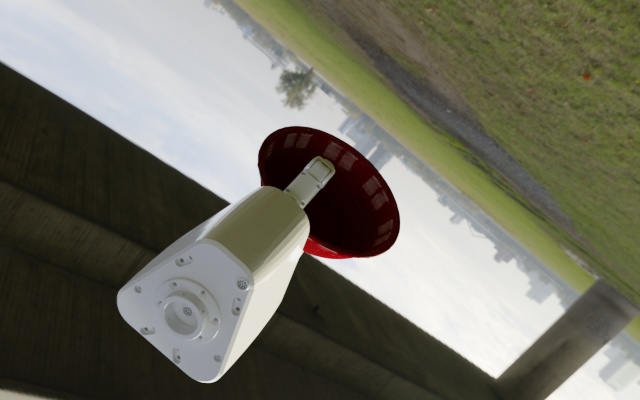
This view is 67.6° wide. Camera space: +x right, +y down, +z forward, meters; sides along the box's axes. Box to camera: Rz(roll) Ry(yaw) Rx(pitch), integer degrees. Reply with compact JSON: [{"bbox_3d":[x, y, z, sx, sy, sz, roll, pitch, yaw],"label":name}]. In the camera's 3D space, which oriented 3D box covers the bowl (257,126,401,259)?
[{"bbox_3d":[0.001,0.001,0.482,0.162,0.162,0.055,0,-37,-39],"label":"bowl"}]
